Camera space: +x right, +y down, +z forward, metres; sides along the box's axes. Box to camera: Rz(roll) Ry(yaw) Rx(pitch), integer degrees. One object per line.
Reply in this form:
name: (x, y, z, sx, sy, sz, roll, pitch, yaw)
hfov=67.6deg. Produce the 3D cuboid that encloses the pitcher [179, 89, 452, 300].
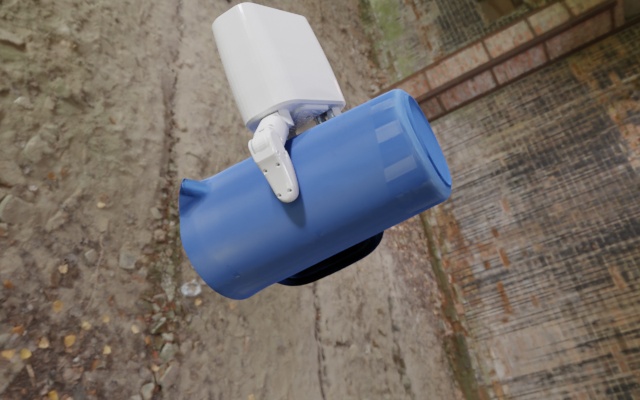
pitcher: (0.000, 0.001, 0.468, 0.243, 0.145, 0.149, -25, -7, 22)
